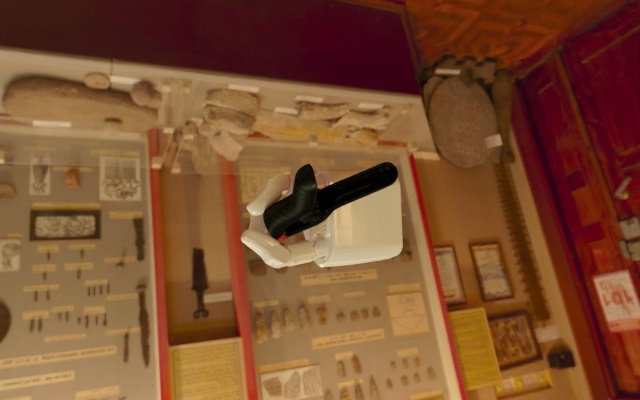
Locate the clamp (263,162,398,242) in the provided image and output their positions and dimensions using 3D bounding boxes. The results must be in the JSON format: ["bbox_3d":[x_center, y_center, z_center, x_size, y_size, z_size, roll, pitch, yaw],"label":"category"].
[{"bbox_3d":[0.000,0.002,0.509,0.120,0.039,0.171,-2,-19,-29],"label":"clamp"}]
